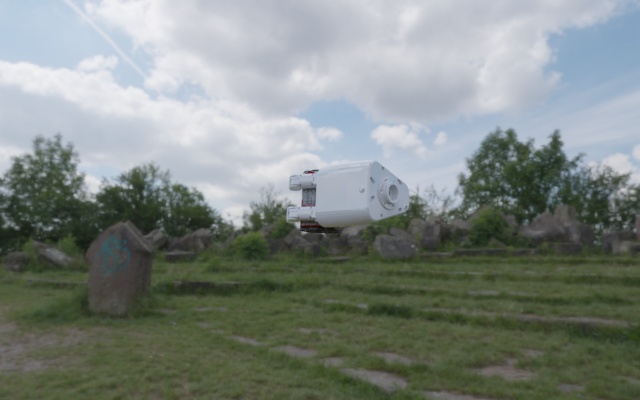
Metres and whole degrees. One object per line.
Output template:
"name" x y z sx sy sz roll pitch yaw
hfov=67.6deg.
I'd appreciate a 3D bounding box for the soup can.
"soup can" 0.000 0.002 0.819 0.068 0.102 0.068 3 -9 0
